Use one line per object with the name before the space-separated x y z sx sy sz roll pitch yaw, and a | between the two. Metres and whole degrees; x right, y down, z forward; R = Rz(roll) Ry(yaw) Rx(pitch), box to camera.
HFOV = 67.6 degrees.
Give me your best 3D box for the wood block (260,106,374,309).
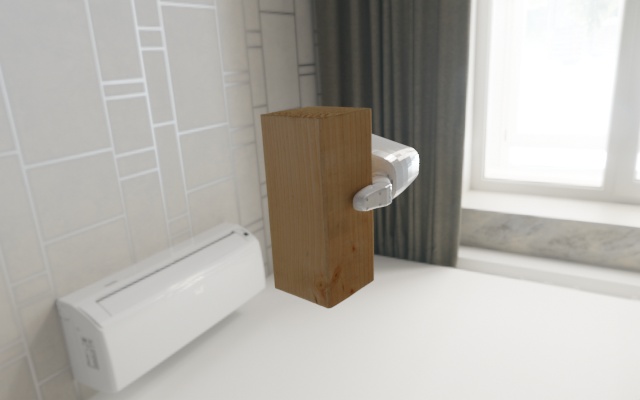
wood block | 0.001 0.002 0.544 0.091 0.206 0.090 11 22 40
